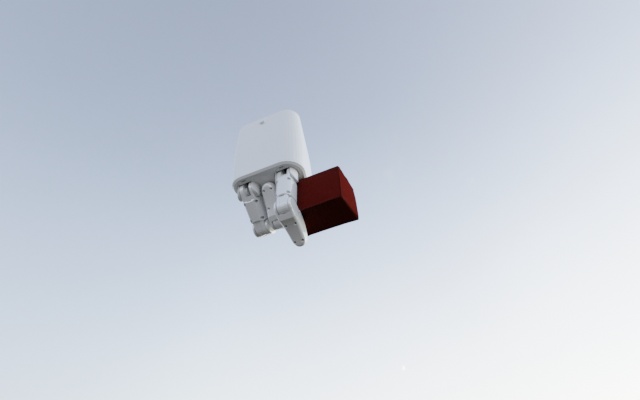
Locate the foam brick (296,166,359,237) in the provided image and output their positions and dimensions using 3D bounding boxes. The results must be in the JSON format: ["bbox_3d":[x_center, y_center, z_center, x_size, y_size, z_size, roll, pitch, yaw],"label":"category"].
[{"bbox_3d":[0.000,0.002,0.589,0.078,0.051,0.053,-19,-43,17],"label":"foam brick"}]
